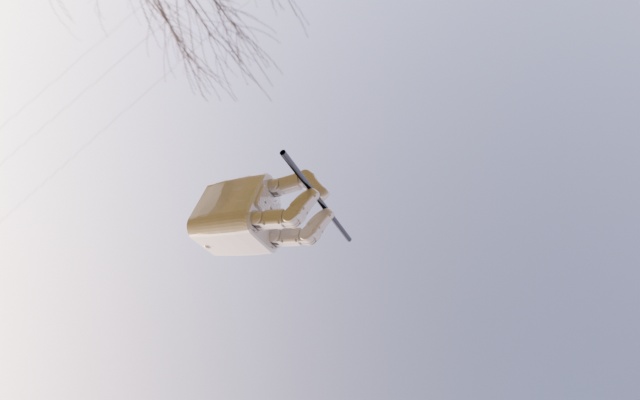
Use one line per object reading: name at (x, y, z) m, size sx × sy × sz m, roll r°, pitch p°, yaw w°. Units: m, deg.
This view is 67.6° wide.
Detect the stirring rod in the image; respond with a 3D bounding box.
stirring rod at (0.000, 0.002, 0.670) m, size 0.011 × 0.011 × 0.240 m, roll 0°, pitch -30°, yaw 26°
